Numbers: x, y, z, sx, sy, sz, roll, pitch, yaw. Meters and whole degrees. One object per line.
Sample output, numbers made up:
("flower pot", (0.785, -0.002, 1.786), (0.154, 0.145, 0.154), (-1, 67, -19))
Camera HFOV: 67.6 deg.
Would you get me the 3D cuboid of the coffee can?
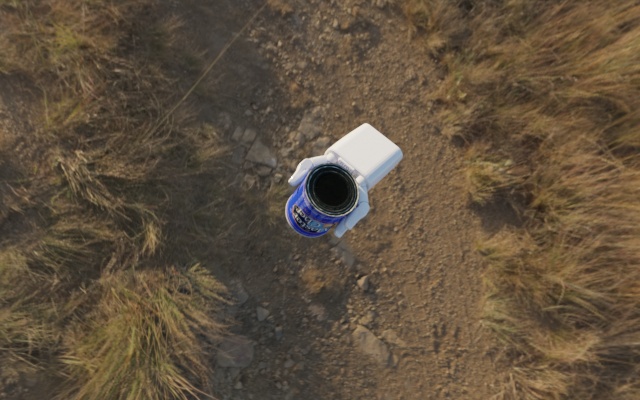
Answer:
("coffee can", (0.000, 0.003, 0.900), (0.103, 0.102, 0.140), (0, -19, -19))
